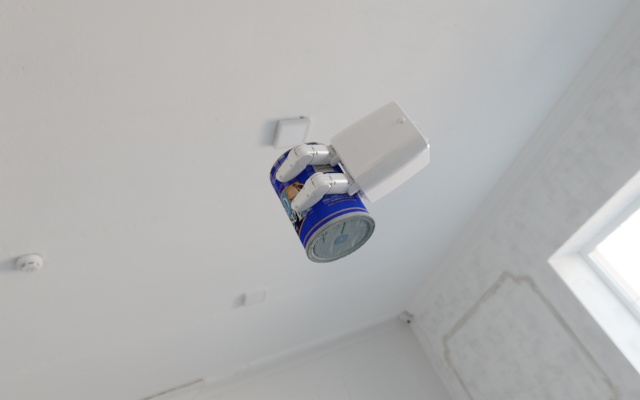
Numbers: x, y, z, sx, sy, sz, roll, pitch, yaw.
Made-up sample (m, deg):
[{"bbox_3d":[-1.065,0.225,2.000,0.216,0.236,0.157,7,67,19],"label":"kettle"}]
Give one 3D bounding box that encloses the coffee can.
[{"bbox_3d":[0.000,0.002,0.676,0.103,0.140,0.103,-20,-33,-14],"label":"coffee can"}]
